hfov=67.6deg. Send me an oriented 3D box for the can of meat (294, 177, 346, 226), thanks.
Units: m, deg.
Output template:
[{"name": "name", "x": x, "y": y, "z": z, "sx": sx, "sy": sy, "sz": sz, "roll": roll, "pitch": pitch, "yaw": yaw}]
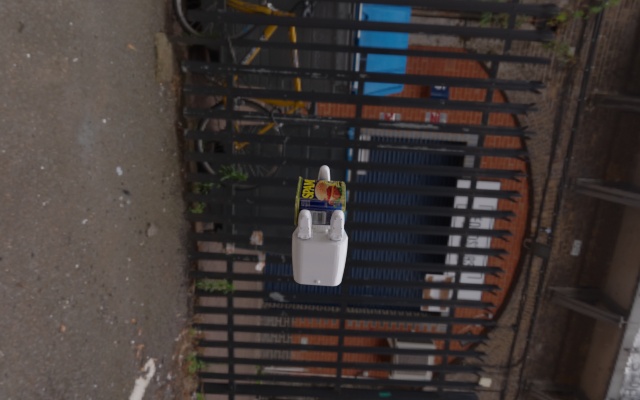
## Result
[{"name": "can of meat", "x": 0.000, "y": 0.003, "z": 0.838, "sx": 0.084, "sy": 0.057, "sz": 0.102, "roll": 4, "pitch": 29, "yaw": 0}]
